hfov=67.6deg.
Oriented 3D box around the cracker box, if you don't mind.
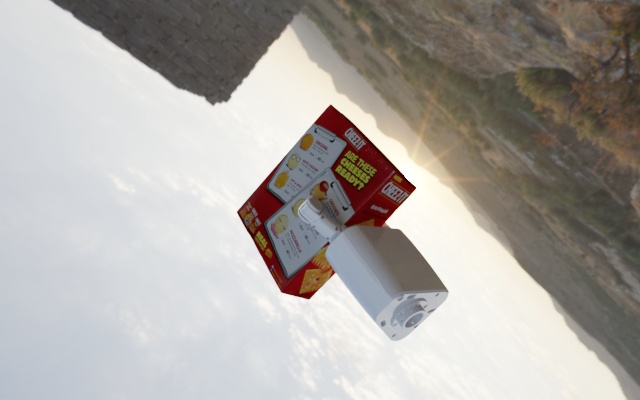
[{"bbox_3d":[0.000,0.002,0.655,0.072,0.214,0.164,28,20,-48],"label":"cracker box"}]
